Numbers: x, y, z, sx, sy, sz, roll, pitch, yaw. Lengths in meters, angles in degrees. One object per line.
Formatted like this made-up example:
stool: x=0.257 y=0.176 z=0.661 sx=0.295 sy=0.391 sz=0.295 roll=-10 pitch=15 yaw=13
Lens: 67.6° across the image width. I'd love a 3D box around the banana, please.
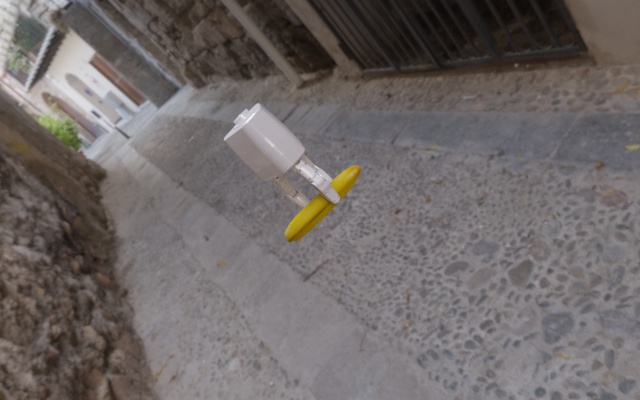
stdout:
banana: x=-0.003 y=0.010 z=0.858 sx=0.037 sy=0.198 sz=0.069 roll=43 pitch=14 yaw=-10
